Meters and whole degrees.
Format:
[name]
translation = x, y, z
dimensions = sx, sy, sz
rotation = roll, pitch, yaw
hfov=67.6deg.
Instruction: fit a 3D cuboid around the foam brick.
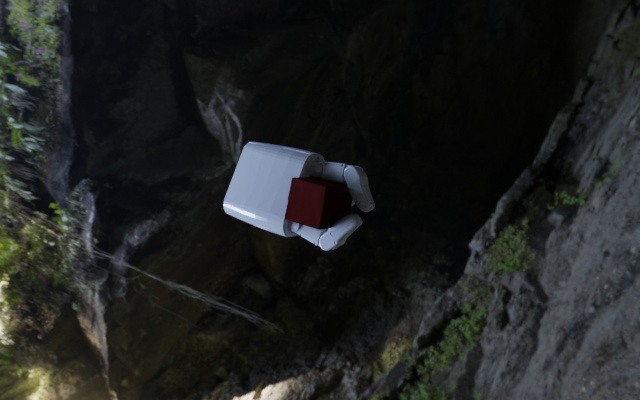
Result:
[foam brick]
translation = 0.000, 0.002, 0.589
dimensions = 0.051, 0.053, 0.078
rotation = 16, 9, 27
